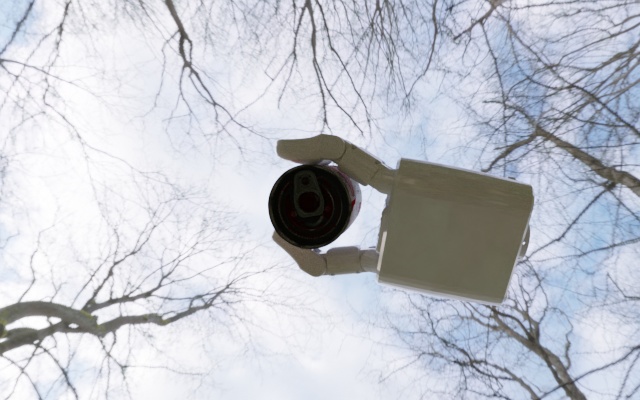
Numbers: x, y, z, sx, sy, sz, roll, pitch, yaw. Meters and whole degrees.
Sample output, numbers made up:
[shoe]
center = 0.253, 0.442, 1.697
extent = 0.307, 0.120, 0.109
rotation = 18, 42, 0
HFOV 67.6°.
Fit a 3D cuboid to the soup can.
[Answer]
[soup can]
center = 0.000, 0.001, 0.426
extent = 0.068, 0.068, 0.102
rotation = 0, 4, 11
